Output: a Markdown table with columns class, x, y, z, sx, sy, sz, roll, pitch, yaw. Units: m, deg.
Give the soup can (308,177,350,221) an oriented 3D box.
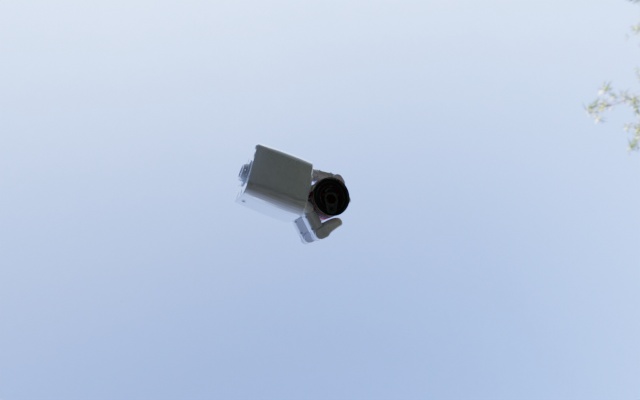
| class | x | y | z | sx | sy | sz | roll | pitch | yaw |
| --- | --- | --- | --- | --- | --- | --- | --- | --- | --- |
| soup can | 0.000 | 0.003 | 0.855 | 0.068 | 0.068 | 0.102 | 0 | -11 | -23 |
